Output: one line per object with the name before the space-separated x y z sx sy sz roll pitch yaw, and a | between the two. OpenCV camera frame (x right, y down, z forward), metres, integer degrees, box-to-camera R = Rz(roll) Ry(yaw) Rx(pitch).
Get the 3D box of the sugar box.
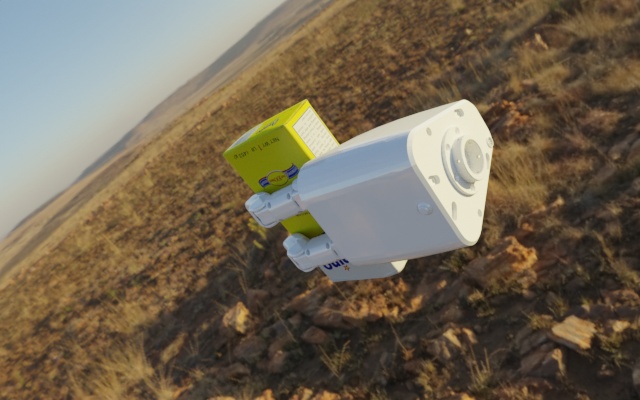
sugar box | 0.000 0.002 0.443 0.093 0.176 0.048 -16 28 45
